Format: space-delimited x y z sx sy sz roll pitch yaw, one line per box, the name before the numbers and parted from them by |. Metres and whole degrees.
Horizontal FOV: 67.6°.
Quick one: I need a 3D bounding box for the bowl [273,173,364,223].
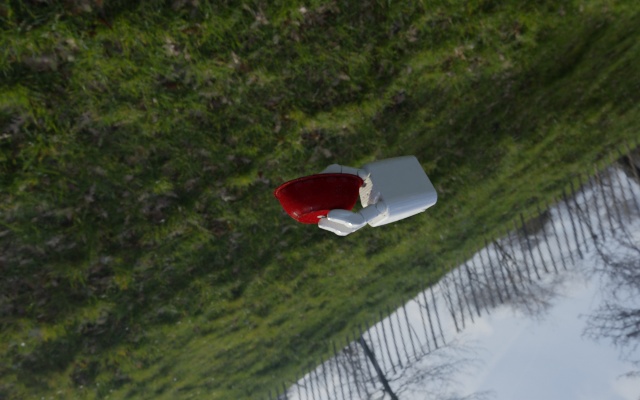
bowl | -0.001 0.003 0.842 0.162 0.055 0.162 -7 -15 -2
